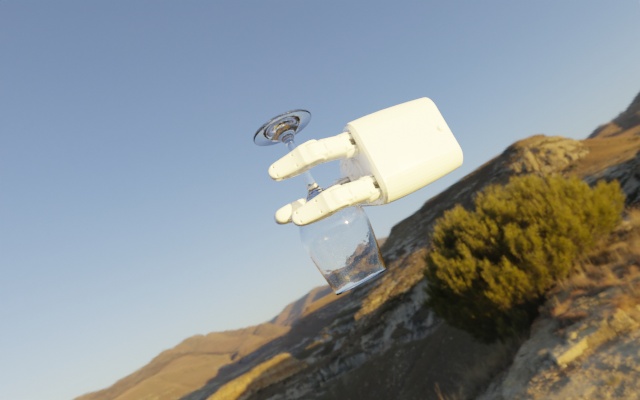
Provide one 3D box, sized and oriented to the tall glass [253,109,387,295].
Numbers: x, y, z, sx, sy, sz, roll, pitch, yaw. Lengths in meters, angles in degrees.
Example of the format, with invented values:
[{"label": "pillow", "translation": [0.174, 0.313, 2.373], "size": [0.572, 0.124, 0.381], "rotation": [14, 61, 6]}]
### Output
[{"label": "tall glass", "translation": [0.000, 0.001, 0.534], "size": [0.079, 0.201, 0.079], "rotation": [-26, -12, -6]}]
